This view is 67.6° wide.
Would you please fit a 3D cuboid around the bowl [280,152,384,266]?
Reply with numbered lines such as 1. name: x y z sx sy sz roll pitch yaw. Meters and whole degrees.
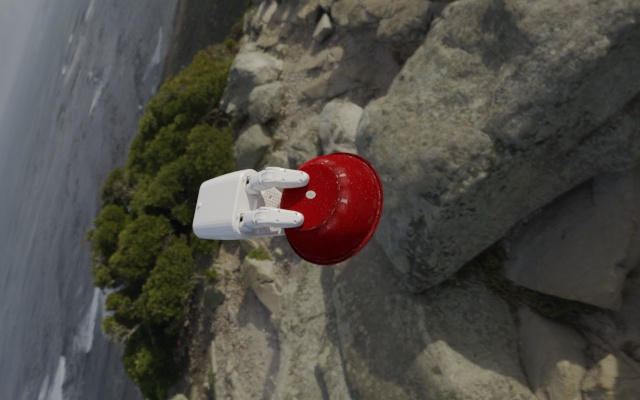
1. bowl: 0.001 0.002 0.634 0.162 0.162 0.055 0 -17 35
